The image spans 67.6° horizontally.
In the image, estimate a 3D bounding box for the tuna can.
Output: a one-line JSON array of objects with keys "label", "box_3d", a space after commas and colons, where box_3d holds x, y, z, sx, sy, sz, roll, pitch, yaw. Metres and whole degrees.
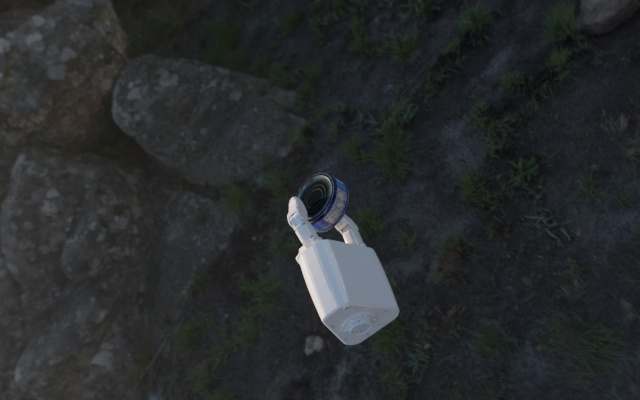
[{"label": "tuna can", "box_3d": [0.000, 0.002, 0.716, 0.034, 0.086, 0.086, 31, -20, -38]}]
